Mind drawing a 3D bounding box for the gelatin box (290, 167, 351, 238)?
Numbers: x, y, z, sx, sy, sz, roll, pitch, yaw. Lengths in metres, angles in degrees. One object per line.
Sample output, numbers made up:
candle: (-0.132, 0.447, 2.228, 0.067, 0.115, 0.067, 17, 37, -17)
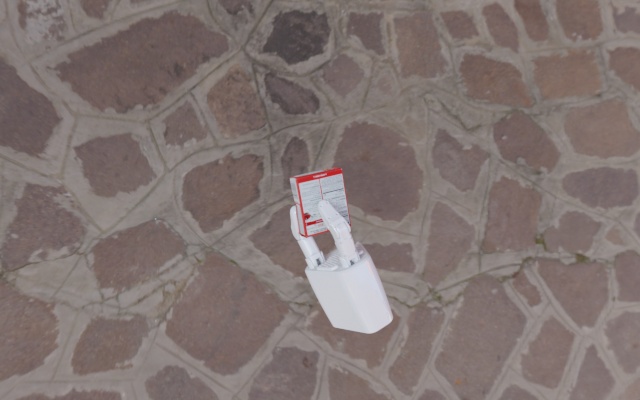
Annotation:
gelatin box: (0.000, 0.002, 0.689, 0.073, 0.089, 0.030, -14, 12, -21)
